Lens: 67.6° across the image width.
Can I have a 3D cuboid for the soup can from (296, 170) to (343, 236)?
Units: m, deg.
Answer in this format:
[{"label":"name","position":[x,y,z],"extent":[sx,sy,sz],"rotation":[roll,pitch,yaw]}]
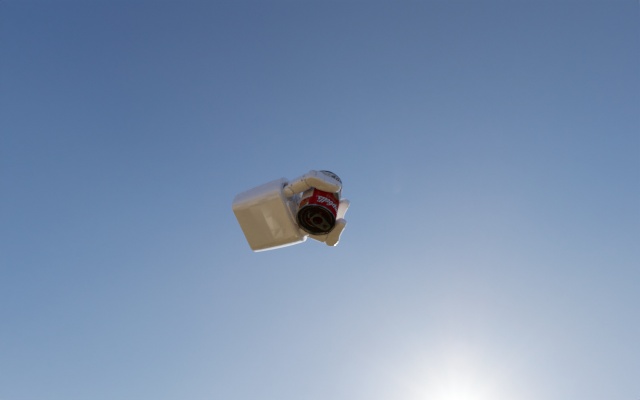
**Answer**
[{"label":"soup can","position":[0.001,0.002,0.834],"extent":[0.068,0.069,0.102],"rotation":[0,38,12]}]
